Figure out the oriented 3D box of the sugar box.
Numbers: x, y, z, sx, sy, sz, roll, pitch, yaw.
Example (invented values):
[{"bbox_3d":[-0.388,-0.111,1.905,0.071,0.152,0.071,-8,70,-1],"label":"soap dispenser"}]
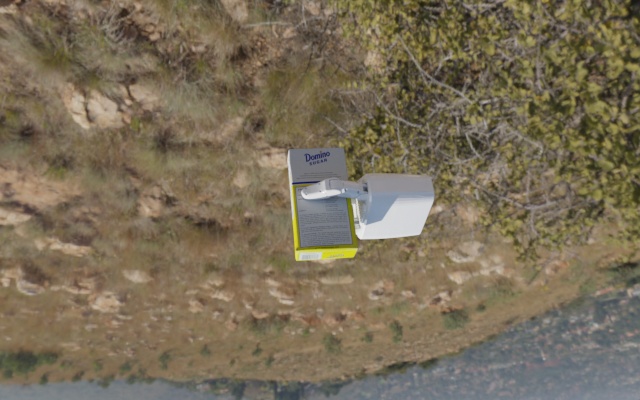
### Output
[{"bbox_3d":[0.000,0.003,0.749,0.093,0.176,0.048,-2,-28,-8],"label":"sugar box"}]
